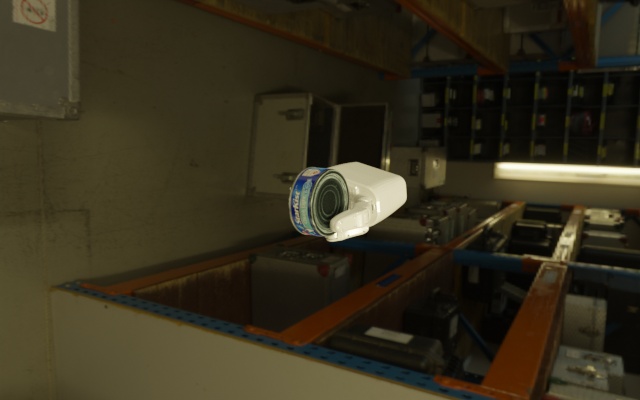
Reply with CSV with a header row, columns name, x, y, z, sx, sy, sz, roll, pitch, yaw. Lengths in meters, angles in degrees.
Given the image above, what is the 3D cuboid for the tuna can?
name,x,y,z,sx,sy,sz,roll,pitch,yaw
tuna can,0.001,0.002,0.591,0.034,0.086,0.086,7,4,35
